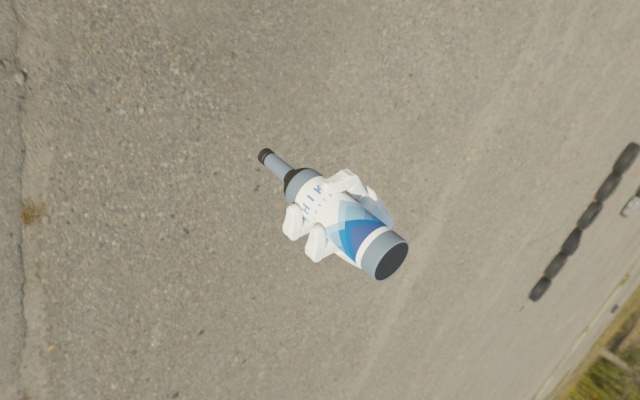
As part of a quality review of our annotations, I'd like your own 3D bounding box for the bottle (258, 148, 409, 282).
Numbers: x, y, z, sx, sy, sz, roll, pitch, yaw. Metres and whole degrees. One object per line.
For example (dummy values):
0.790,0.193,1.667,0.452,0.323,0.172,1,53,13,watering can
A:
0.000,0.002,0.706,0.069,0.069,0.295,0,32,-48,bottle
